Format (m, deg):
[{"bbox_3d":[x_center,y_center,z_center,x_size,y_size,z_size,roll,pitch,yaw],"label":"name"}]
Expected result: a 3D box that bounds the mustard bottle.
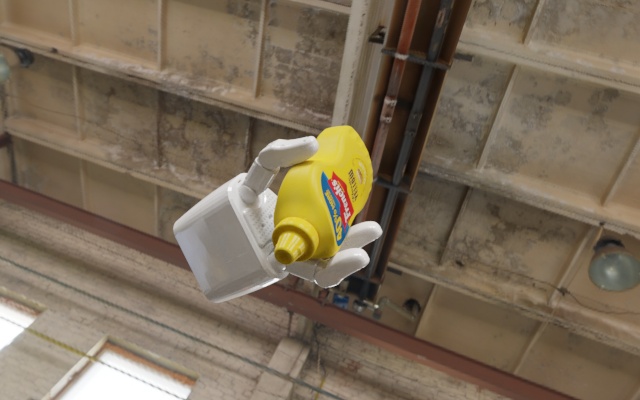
[{"bbox_3d":[0.000,0.001,0.477,0.058,0.096,0.191,-2,28,24],"label":"mustard bottle"}]
